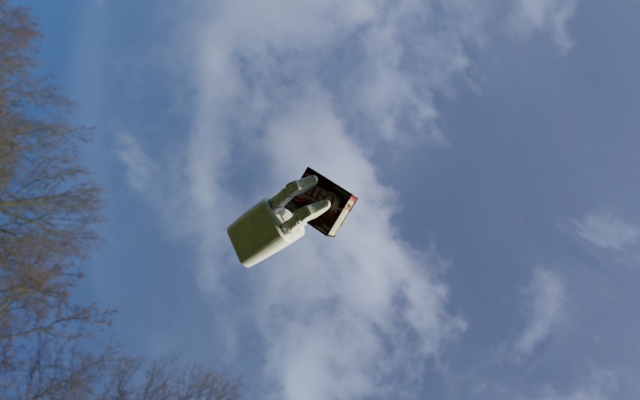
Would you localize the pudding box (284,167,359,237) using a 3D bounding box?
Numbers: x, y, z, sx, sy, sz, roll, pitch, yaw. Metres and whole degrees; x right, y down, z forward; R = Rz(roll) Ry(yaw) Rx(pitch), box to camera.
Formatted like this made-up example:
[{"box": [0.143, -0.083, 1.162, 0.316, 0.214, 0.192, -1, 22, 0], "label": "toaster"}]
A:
[{"box": [0.000, 0.003, 0.883, 0.113, 0.090, 0.039, 33, 5, 25], "label": "pudding box"}]
